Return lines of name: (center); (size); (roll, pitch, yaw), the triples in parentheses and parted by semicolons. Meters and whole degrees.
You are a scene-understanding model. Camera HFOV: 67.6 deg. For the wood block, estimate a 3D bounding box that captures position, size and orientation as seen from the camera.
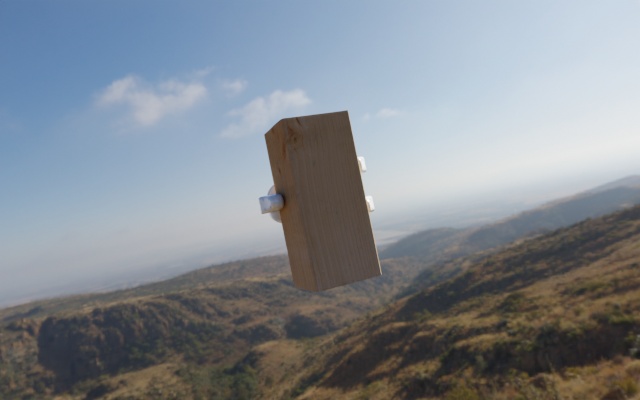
wood block: (0.000, 0.002, 0.607); (0.091, 0.206, 0.090); (-11, -1, -22)
